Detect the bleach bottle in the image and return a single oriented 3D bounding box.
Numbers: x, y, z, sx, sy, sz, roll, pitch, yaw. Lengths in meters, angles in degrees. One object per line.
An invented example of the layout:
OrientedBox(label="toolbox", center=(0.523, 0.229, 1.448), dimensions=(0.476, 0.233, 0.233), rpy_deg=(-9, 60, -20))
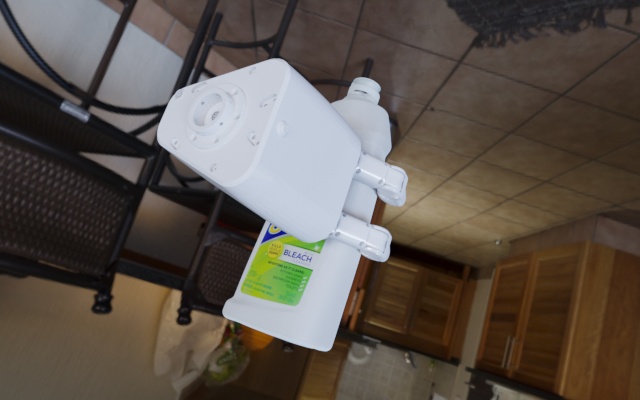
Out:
OrientedBox(label="bleach bottle", center=(0.000, 0.002, 0.445), dimensions=(0.102, 0.250, 0.068), rpy_deg=(9, -17, 34))
